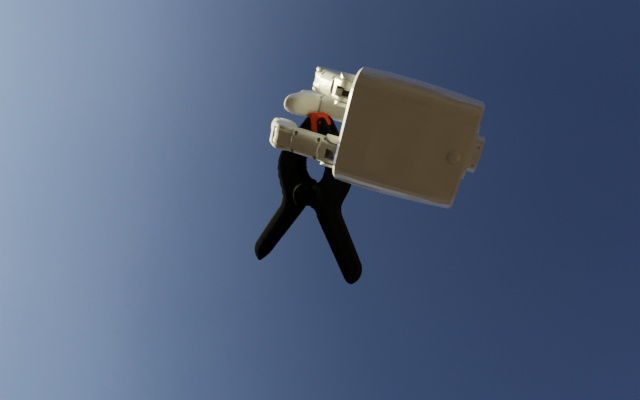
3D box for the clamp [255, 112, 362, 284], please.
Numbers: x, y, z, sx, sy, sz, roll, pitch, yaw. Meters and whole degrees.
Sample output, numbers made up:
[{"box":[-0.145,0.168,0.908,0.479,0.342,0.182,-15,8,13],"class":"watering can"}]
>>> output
[{"box":[0.000,0.001,0.481,0.120,0.171,0.039,18,20,13],"class":"clamp"}]
